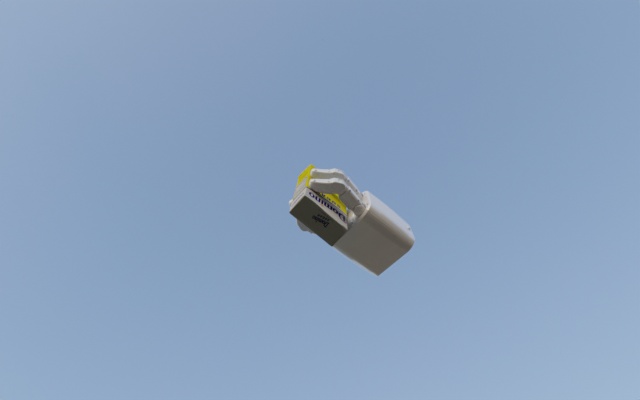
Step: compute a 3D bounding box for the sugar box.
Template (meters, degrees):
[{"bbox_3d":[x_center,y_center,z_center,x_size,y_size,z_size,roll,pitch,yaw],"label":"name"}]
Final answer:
[{"bbox_3d":[0.001,0.002,0.823,0.093,0.048,0.176,39,14,-12],"label":"sugar box"}]
